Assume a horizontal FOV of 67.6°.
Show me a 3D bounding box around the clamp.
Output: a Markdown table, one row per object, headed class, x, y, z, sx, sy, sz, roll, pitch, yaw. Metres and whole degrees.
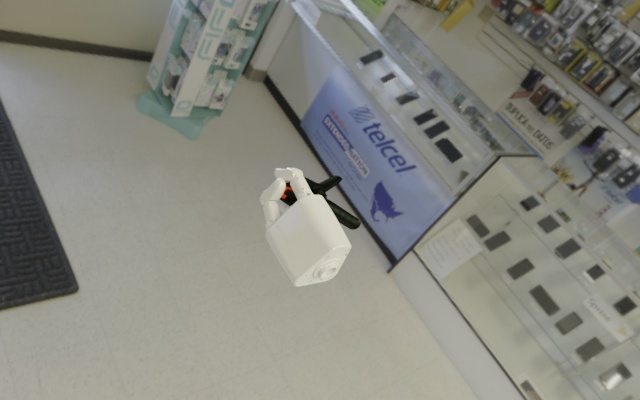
| class | x | y | z | sx | sy | sz | roll | pitch | yaw |
| --- | --- | --- | --- | --- | --- | --- | --- | --- | --- |
| clamp | 0.000 | 0.002 | 0.862 | 0.171 | 0.120 | 0.039 | -2 | -40 | -43 |
